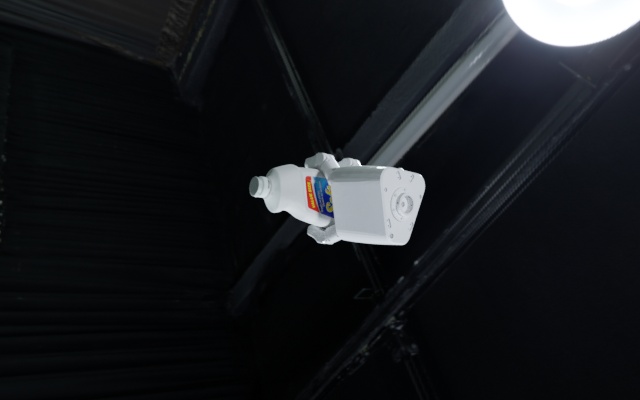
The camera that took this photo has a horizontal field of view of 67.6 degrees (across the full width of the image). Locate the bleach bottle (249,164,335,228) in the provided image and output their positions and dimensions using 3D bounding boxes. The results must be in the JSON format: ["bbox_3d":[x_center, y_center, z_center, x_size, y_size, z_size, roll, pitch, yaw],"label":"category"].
[{"bbox_3d":[0.000,0.002,0.772,0.251,0.102,0.068,9,-3,-38],"label":"bleach bottle"}]
